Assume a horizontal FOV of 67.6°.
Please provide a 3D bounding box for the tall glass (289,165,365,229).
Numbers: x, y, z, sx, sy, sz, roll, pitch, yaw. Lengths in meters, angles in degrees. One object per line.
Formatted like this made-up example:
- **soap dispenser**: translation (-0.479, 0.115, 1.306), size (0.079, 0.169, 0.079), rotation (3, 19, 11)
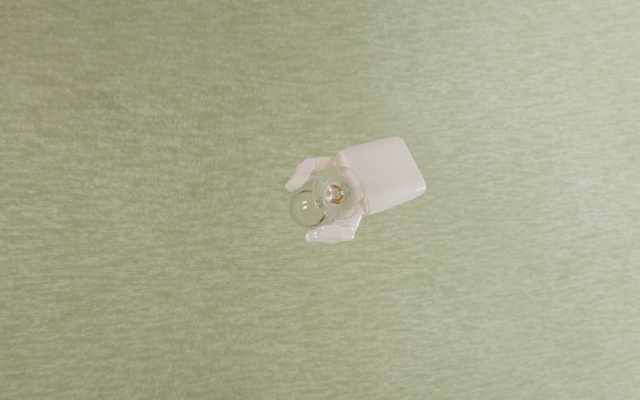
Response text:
- **tall glass**: translation (0.000, 0.002, 0.738), size (0.079, 0.079, 0.201), rotation (0, -8, -15)
